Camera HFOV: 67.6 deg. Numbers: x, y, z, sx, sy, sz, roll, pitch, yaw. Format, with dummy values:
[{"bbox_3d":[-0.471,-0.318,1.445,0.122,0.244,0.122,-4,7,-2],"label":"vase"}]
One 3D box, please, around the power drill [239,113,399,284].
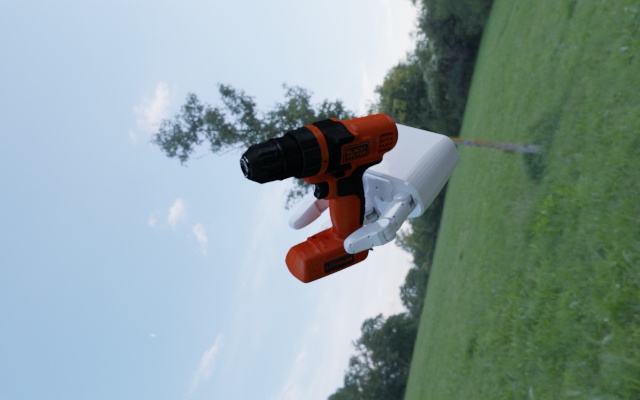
[{"bbox_3d":[0.000,0.002,0.534,0.184,0.188,0.057,-17,40,-27],"label":"power drill"}]
